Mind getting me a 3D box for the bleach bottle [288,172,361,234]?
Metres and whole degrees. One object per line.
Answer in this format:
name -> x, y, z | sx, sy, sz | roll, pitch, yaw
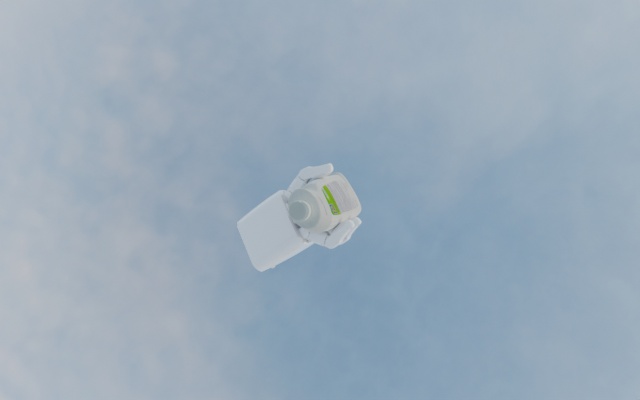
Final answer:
bleach bottle -> 0.000, 0.003, 0.820 | 0.068, 0.102, 0.251 | -34, -8, 16
